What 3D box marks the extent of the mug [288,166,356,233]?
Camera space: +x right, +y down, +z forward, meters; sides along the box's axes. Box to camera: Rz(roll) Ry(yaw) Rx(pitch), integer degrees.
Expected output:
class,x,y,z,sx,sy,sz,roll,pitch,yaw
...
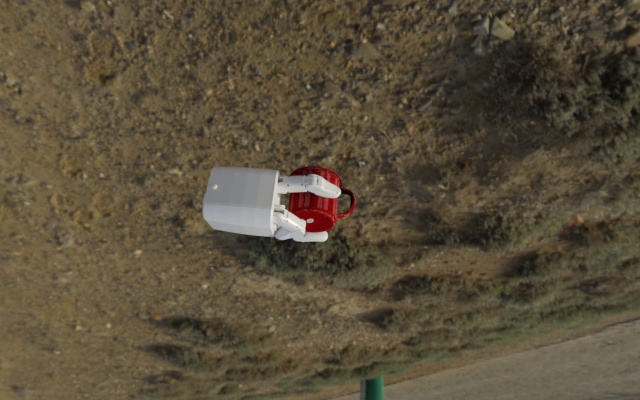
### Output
class,x,y,z,sx,sy,sz,roll,pitch,yaw
mug,0.002,0.003,0.802,0.117,0.081,0.093,5,-31,0
